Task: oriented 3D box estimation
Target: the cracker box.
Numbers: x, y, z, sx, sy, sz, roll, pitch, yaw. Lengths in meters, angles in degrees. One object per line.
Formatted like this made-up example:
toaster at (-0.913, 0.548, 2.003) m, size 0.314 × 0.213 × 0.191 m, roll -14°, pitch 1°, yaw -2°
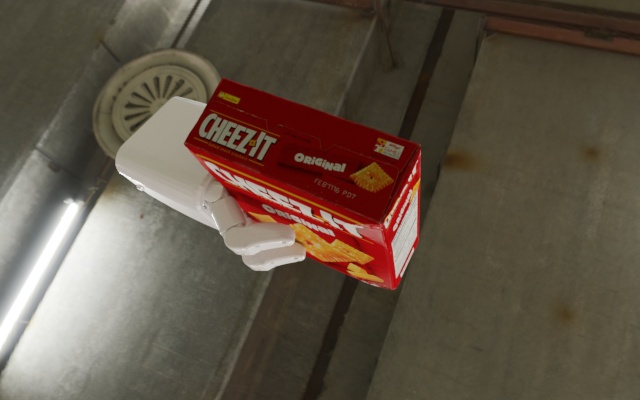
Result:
cracker box at (0.000, 0.001, 0.426) m, size 0.164 × 0.072 × 0.214 m, roll 22°, pitch -16°, yaw 18°
